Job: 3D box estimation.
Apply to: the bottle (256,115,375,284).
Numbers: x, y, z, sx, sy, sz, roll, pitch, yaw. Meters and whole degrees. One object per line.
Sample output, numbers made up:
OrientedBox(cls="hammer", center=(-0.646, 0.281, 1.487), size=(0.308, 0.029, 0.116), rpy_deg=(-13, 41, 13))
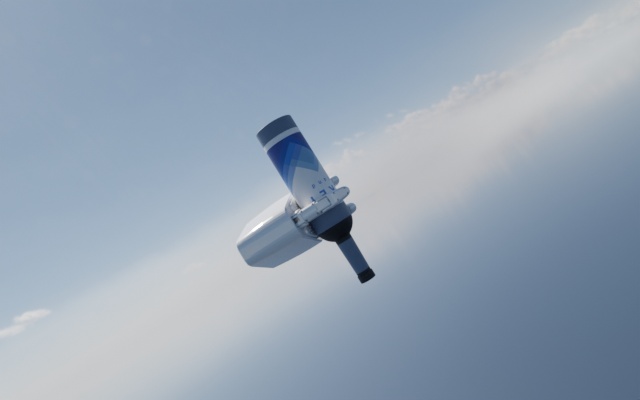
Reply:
OrientedBox(cls="bottle", center=(0.000, 0.002, 0.776), size=(0.069, 0.295, 0.069), rpy_deg=(-32, -3, -2))
